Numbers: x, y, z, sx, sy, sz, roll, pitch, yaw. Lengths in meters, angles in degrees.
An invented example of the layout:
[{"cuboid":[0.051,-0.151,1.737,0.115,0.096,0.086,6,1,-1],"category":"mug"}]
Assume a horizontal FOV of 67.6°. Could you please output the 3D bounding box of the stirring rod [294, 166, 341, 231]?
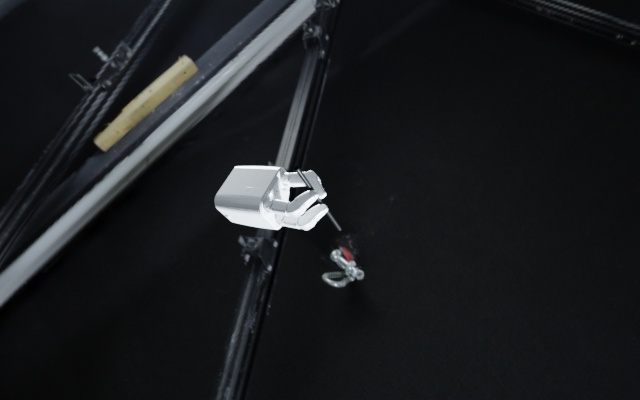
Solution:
[{"cuboid":[0.000,0.003,0.878,0.011,0.011,0.240,0,-27,21],"category":"stirring rod"}]
